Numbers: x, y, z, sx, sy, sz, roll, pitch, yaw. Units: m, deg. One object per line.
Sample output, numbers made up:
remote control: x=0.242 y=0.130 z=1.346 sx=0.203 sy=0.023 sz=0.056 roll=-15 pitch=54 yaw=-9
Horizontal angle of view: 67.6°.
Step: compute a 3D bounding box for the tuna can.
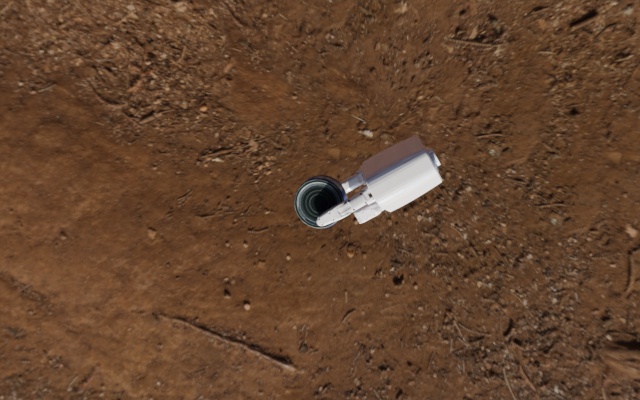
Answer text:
tuna can: x=0.000 y=0.003 z=0.794 sx=0.086 sy=0.086 sz=0.033 roll=0 pitch=12 yaw=12
